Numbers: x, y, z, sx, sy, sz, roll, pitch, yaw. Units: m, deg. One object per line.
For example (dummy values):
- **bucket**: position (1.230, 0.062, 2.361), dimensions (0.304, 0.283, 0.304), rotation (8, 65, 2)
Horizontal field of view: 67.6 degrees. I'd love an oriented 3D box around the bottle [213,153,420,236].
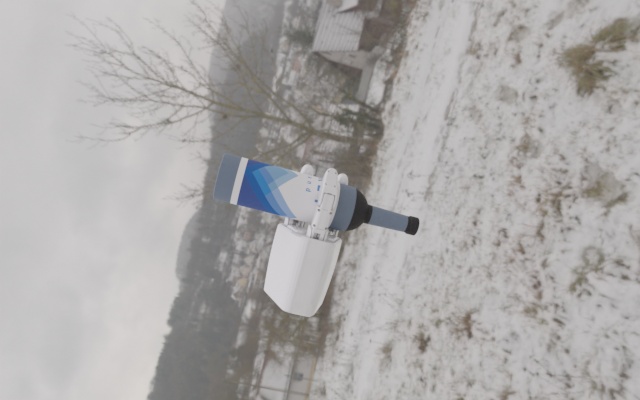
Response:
- **bottle**: position (0.000, 0.002, 0.684), dimensions (0.296, 0.069, 0.069), rotation (15, -2, -8)
